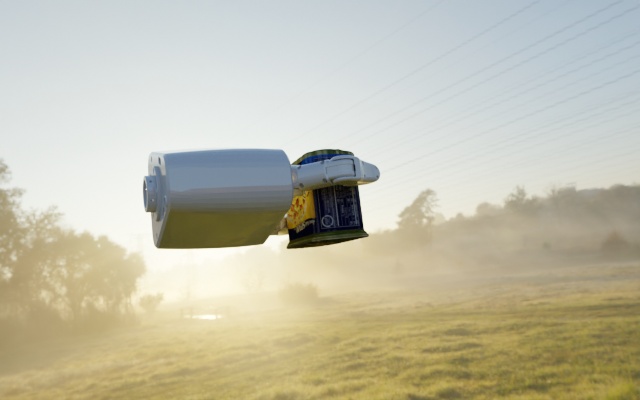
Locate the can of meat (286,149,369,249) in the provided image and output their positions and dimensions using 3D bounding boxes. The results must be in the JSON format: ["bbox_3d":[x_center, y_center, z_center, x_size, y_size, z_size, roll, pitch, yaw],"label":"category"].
[{"bbox_3d":[0.000,0.001,0.476,0.057,0.084,0.102,-3,-9,-24],"label":"can of meat"}]
